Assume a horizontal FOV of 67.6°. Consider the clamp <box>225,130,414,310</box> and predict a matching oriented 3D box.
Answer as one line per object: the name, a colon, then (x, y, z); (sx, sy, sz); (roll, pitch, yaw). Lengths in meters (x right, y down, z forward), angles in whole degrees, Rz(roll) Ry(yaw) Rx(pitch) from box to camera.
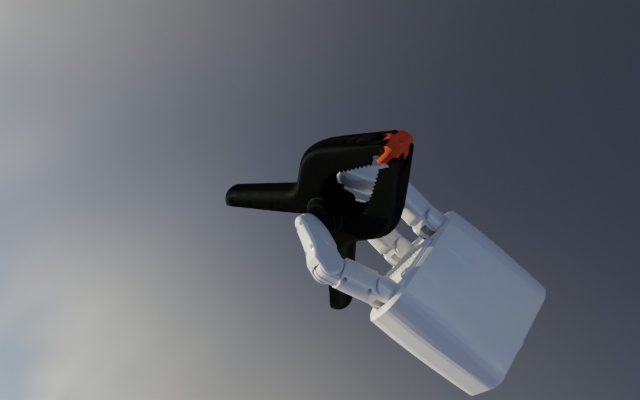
clamp: (0.000, 0.002, 0.413); (0.036, 0.164, 0.210); (-47, -5, -41)
